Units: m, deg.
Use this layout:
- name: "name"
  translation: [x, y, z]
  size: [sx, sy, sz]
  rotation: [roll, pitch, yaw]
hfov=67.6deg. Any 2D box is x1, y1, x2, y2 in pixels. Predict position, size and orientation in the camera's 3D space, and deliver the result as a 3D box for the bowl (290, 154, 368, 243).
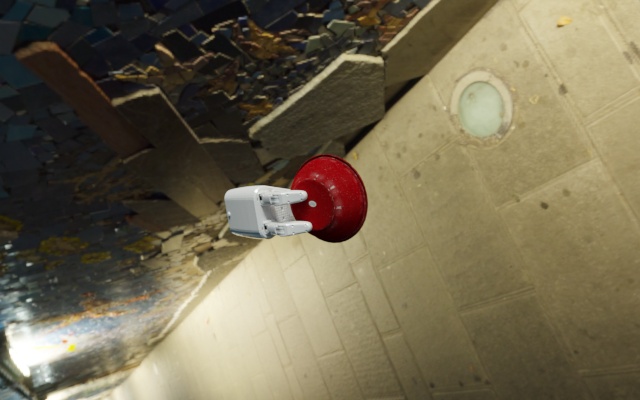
- name: "bowl"
  translation: [0.001, 0.002, 0.832]
  size: [0.162, 0.162, 0.055]
  rotation: [0, 11, 35]
